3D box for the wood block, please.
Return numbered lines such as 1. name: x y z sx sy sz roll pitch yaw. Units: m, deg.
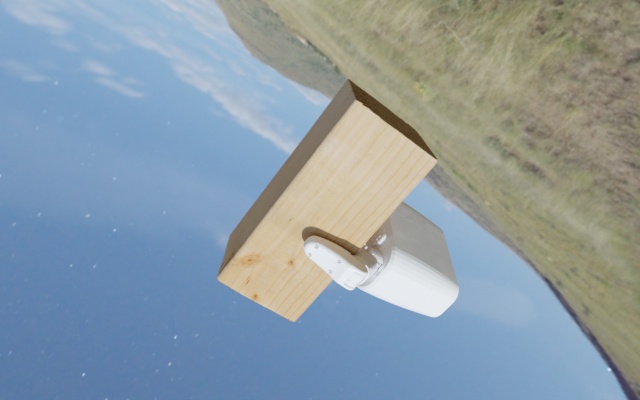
1. wood block: 0.000 0.002 0.453 0.090 0.206 0.090 33 19 -16
